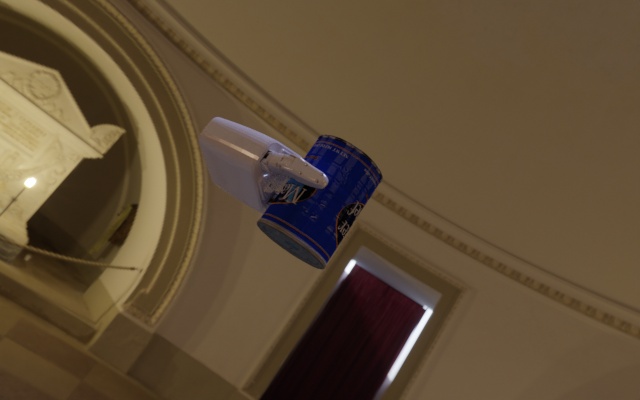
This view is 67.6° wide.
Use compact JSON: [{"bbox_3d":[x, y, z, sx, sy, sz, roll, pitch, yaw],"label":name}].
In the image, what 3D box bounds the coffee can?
[{"bbox_3d":[0.000,0.002,0.613,0.103,0.140,0.103,32,-15,10],"label":"coffee can"}]
